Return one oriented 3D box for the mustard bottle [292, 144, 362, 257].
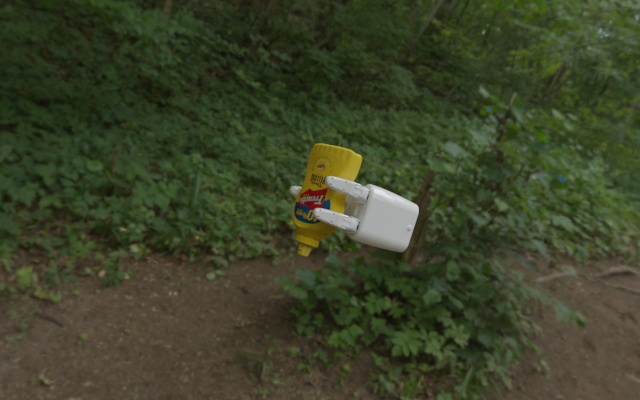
[{"bbox_3d":[0.000,0.002,0.813,0.096,0.191,0.058,17,-3,41],"label":"mustard bottle"}]
